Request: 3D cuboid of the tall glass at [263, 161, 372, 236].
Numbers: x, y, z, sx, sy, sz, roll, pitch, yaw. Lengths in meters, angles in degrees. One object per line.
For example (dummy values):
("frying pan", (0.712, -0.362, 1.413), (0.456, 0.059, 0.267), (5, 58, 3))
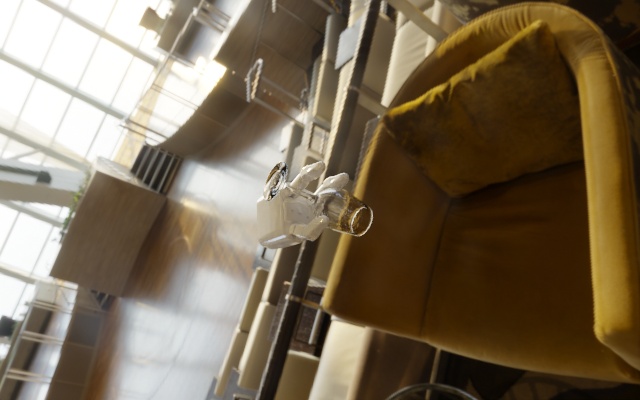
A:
("tall glass", (0.000, 0.003, 0.865), (0.201, 0.079, 0.079), (25, -13, -29))
